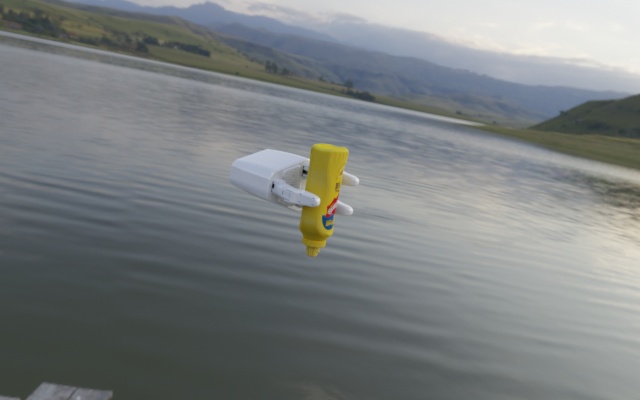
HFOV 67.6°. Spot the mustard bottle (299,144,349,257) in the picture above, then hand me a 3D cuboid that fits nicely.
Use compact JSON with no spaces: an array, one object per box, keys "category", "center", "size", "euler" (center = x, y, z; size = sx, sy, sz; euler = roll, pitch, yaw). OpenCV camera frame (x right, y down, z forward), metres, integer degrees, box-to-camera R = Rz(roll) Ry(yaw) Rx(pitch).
[{"category":"mustard bottle","center":[0.000,0.002,0.808],"size":[0.058,0.192,0.096],"euler":[14,12,14]}]
